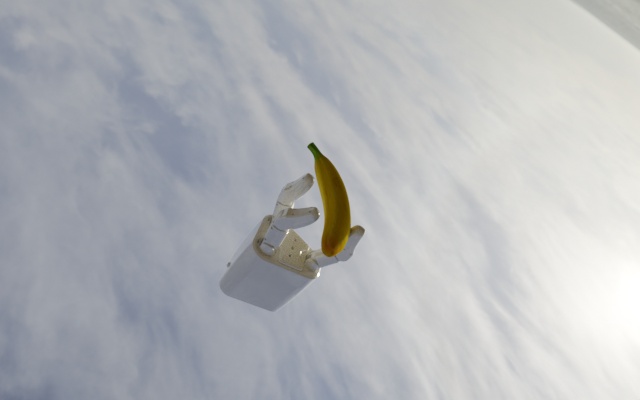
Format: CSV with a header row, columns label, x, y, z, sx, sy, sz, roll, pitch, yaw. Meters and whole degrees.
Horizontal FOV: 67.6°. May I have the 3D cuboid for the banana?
label,x,y,z,sx,sy,sz,roll,pitch,yaw
banana,0.013,0.007,0.664,0.070,0.197,0.037,27,-53,-36
